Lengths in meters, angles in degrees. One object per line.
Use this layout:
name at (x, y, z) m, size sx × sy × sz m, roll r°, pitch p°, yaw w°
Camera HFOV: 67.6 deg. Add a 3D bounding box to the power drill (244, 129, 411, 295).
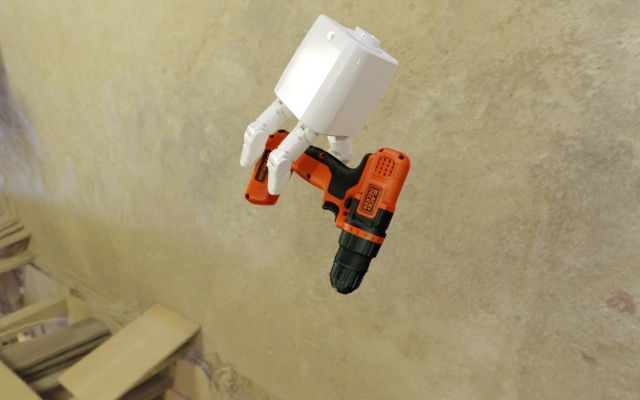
power drill at (0.000, 0.002, 0.600) m, size 0.187 × 0.184 × 0.057 m, roll 23°, pitch 1°, yaw 21°
